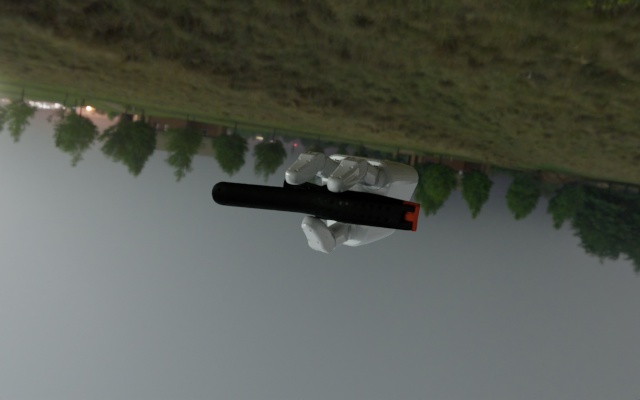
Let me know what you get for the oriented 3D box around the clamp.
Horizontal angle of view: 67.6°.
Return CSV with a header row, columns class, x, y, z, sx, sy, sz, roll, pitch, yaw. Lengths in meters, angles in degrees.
class,x,y,z,sx,sy,sz,roll,pitch,yaw
clamp,0.001,0.003,0.522,0.210,0.036,0.164,11,10,31
